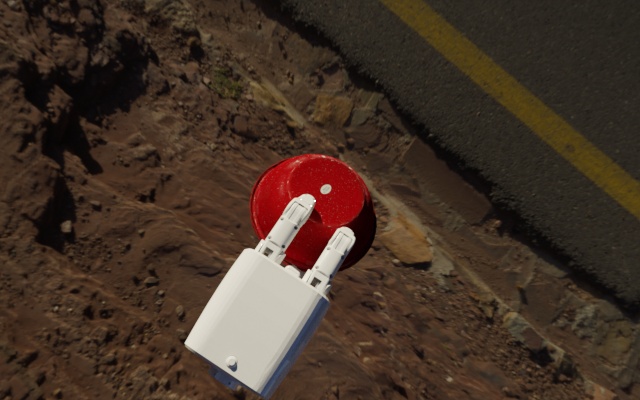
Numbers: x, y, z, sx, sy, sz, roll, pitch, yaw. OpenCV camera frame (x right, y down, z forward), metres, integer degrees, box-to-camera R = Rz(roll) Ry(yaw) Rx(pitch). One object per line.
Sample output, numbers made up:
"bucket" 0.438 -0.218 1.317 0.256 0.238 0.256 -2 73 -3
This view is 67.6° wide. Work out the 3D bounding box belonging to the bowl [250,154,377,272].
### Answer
"bowl" 0.001 0.001 0.566 0.162 0.162 0.055 0 -29 -18
